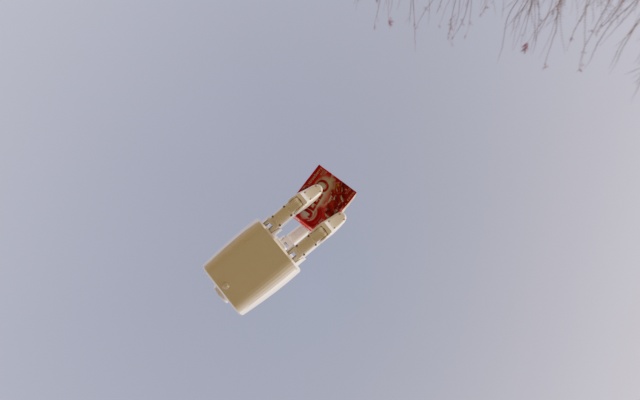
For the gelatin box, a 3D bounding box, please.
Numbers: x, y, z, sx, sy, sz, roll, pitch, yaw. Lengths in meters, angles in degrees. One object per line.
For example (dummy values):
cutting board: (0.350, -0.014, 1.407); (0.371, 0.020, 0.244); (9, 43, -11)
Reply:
gelatin box: (0.000, 0.002, 0.727); (0.073, 0.089, 0.030); (37, -13, 5)
